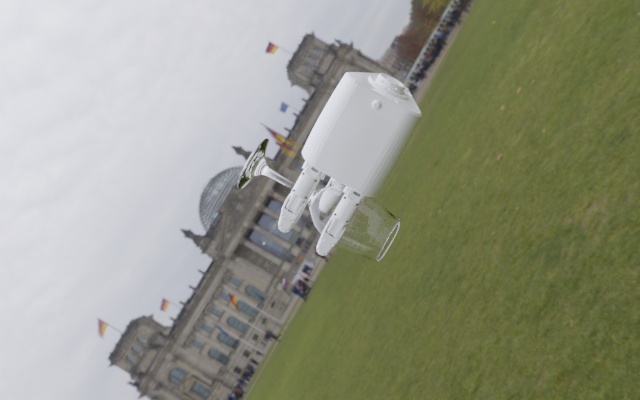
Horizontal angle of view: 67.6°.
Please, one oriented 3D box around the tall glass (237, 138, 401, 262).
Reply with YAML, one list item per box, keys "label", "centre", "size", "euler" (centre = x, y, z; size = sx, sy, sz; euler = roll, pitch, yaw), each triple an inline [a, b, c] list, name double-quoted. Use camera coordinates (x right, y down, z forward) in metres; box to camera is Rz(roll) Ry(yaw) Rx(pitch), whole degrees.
- label: "tall glass"
  centre: [-0.001, 0.002, 0.605]
  size: [0.201, 0.079, 0.079]
  euler: [30, 1, 2]
